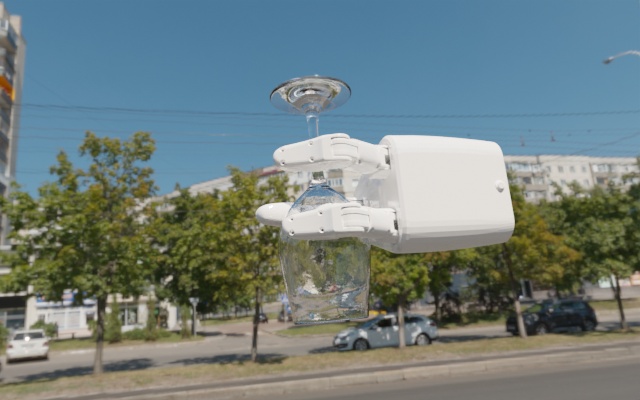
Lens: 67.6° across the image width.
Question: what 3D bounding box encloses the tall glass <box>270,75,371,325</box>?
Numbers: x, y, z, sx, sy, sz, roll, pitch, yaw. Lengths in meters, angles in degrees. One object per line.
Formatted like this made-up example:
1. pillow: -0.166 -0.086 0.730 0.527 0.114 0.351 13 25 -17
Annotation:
1. tall glass: 0.000 0.001 0.410 0.079 0.201 0.079 -5 -13 -1
